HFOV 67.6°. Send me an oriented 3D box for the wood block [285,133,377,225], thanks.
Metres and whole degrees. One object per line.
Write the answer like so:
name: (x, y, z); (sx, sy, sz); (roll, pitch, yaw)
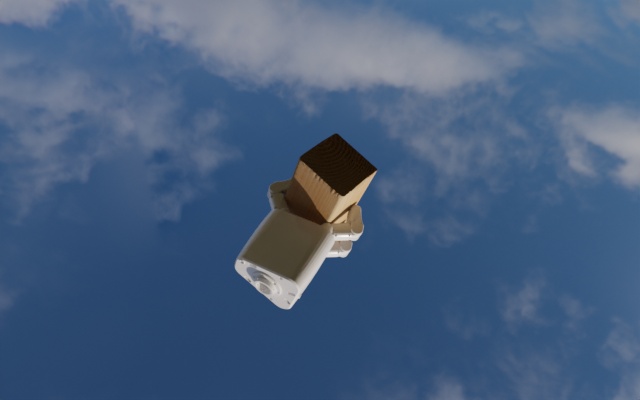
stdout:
wood block: (0.000, 0.003, 0.782); (0.090, 0.091, 0.206); (-38, -16, -36)
